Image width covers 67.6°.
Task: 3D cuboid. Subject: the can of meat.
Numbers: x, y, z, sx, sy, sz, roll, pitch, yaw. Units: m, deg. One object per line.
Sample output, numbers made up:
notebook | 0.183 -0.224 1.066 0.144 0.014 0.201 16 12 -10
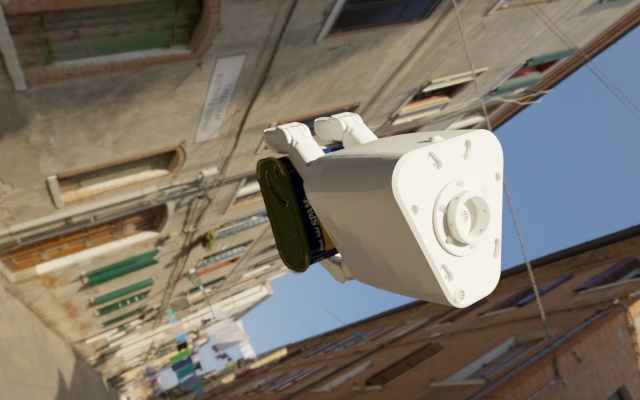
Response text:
can of meat | 0.000 0.001 0.428 0.084 0.102 0.057 -19 7 -27
